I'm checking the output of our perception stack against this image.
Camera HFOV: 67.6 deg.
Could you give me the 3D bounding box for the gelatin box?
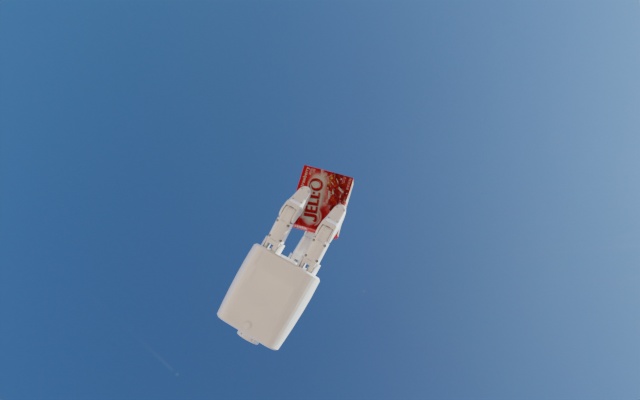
[{"bbox_3d":[0.000,0.002,0.670,0.073,0.089,0.030,15,-16,6],"label":"gelatin box"}]
